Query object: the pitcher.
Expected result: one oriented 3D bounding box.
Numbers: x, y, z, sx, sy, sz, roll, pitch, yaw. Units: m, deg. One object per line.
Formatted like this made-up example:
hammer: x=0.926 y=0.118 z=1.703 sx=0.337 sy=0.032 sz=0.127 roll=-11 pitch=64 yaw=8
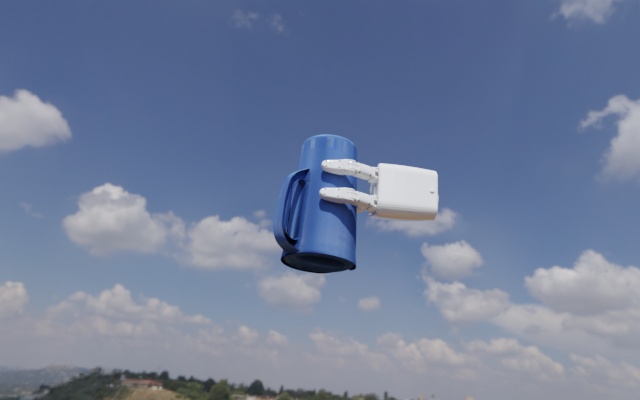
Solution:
pitcher: x=0.000 y=0.003 z=0.868 sx=0.145 sy=0.242 sz=0.149 roll=5 pitch=-22 yaw=1
